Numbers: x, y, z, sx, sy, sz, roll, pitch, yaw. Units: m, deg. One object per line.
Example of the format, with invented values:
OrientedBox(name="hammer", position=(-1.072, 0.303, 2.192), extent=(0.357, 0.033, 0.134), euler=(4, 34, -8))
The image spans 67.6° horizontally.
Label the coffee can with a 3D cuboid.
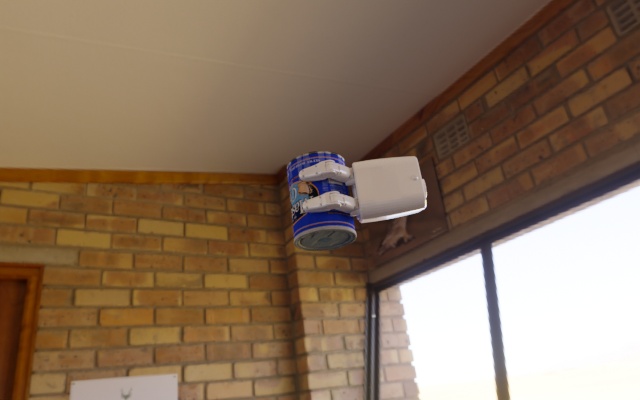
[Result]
OrientedBox(name="coffee can", position=(0.000, 0.003, 0.804), extent=(0.103, 0.140, 0.103), euler=(-6, -24, -3))
